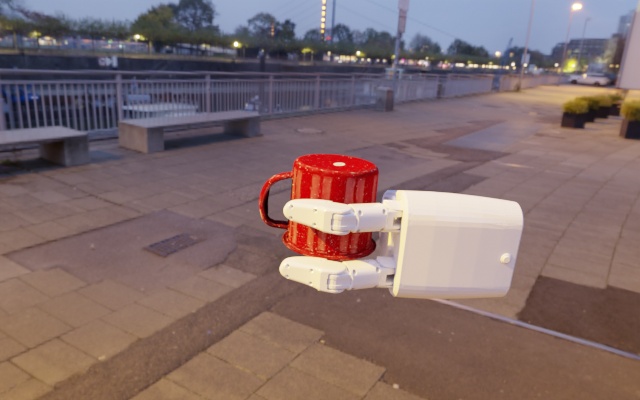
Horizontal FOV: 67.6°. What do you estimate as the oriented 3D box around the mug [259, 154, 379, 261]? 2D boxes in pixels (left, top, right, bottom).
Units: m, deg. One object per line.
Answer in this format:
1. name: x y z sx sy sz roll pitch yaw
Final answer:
1. mug: -0.001 0.001 0.459 0.117 0.081 0.093 4 17 -4
